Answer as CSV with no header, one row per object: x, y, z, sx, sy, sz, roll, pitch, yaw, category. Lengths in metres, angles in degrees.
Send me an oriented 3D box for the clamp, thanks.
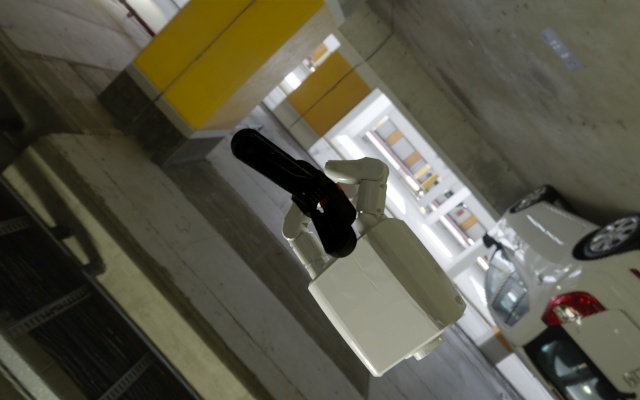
0.000,0.002,0.405,0.039,0.120,0.171,-40,-17,12,clamp
